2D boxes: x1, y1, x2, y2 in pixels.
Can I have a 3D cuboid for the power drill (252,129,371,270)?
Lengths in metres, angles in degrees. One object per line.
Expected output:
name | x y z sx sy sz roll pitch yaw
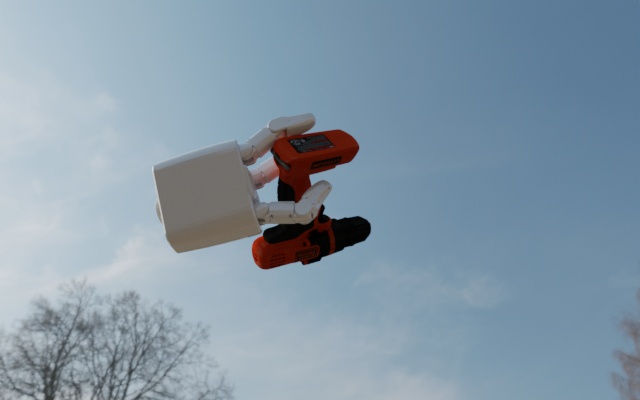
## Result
power drill | 0.000 0.002 0.638 0.184 0.188 0.057 -14 39 -28
